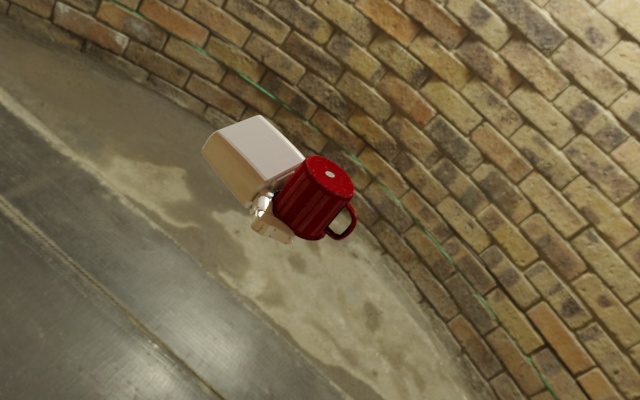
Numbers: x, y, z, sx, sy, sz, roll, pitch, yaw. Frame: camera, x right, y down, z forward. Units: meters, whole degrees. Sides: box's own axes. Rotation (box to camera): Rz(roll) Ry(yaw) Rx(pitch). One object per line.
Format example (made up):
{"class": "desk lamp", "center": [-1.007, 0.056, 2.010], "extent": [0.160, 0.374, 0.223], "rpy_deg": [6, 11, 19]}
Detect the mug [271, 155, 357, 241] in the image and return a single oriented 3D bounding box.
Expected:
{"class": "mug", "center": [0.001, 0.003, 0.643], "extent": [0.081, 0.117, 0.093], "rpy_deg": [-51, -12, 30]}
